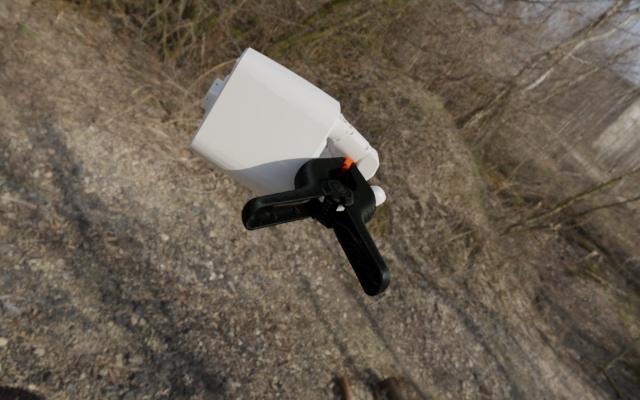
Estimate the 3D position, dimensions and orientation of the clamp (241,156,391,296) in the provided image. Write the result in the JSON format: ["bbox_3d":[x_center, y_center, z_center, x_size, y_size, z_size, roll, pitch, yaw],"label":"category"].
[{"bbox_3d":[0.000,0.001,0.407,0.120,0.039,0.171,30,25,-14],"label":"clamp"}]
